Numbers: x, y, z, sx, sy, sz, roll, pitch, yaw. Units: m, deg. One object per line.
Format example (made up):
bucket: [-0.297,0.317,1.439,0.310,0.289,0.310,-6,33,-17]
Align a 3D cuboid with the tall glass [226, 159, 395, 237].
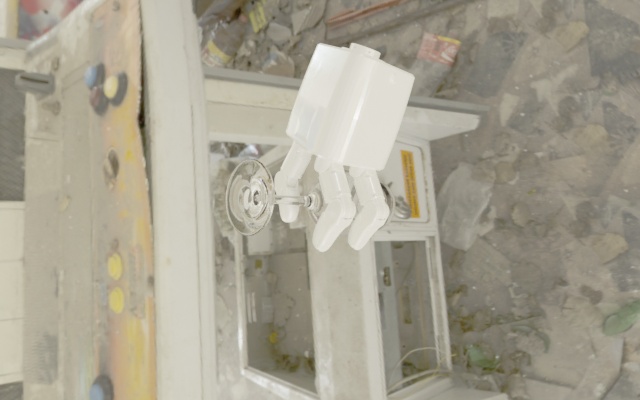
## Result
tall glass: [0.000,0.002,0.529,0.079,0.079,0.201,0,-3,44]
